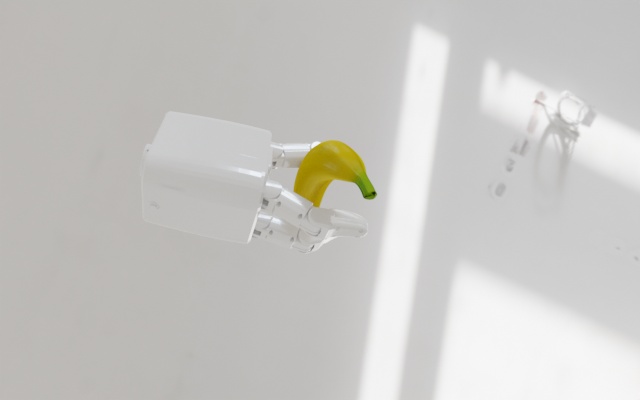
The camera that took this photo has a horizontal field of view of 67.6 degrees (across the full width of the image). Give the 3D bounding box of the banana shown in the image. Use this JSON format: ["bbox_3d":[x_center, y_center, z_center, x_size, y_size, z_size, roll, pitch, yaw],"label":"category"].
[{"bbox_3d":[0.000,-0.017,0.482,0.037,0.069,0.198,-1,-10,-17],"label":"banana"}]
